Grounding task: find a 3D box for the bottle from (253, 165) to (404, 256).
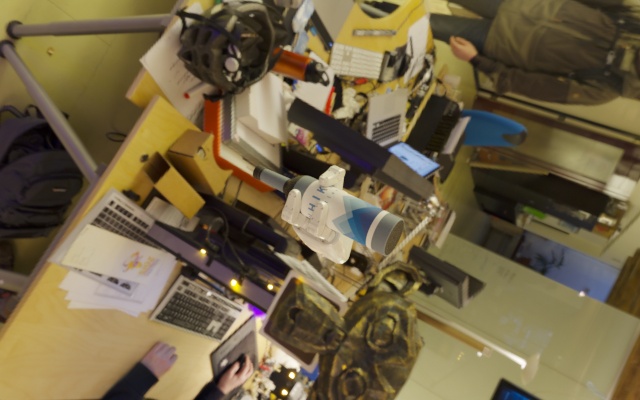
[{"bbox_3d":[0.000,0.003,0.833,0.295,0.069,0.069,26,12,26],"label":"bottle"}]
